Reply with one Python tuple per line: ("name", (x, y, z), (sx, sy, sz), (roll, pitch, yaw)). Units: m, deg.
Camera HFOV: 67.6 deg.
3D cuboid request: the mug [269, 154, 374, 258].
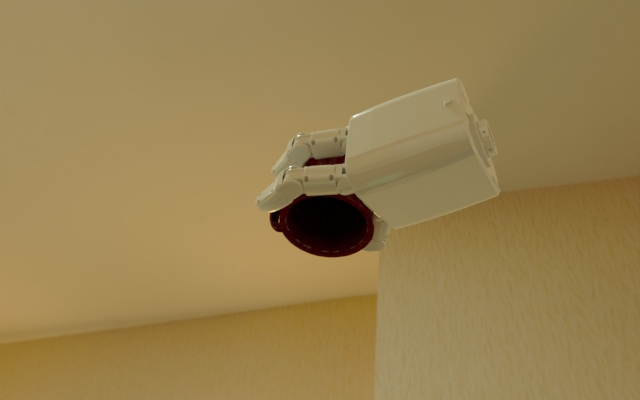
("mug", (-0.001, 0.002, 0.497), (0.117, 0.081, 0.093), (-17, -51, 25))
